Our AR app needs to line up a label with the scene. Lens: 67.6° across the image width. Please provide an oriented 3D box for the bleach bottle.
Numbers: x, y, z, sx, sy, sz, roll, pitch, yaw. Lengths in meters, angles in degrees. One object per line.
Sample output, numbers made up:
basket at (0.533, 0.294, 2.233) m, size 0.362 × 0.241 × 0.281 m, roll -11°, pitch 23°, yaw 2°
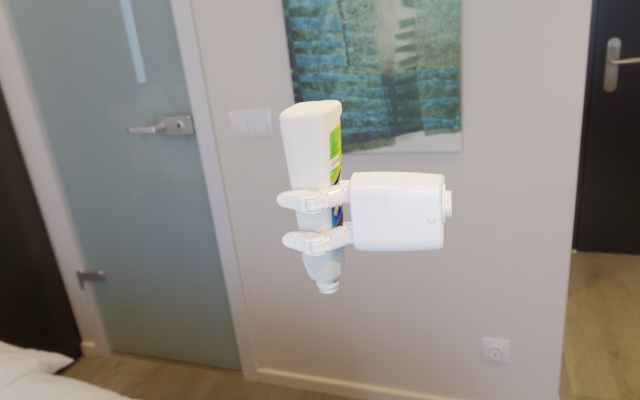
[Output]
bleach bottle at (0.000, 0.002, 0.630) m, size 0.068 × 0.251 × 0.102 m, roll -1°, pitch 20°, yaw 15°
